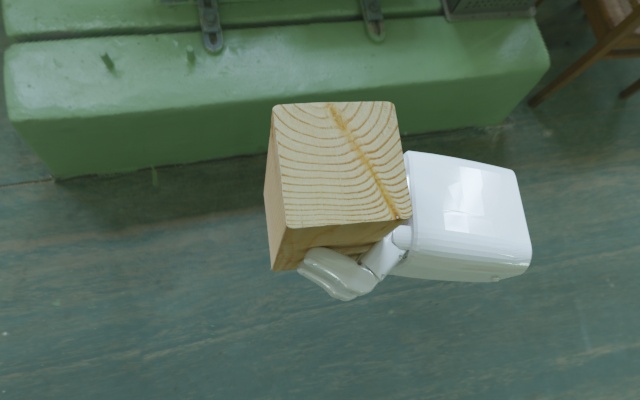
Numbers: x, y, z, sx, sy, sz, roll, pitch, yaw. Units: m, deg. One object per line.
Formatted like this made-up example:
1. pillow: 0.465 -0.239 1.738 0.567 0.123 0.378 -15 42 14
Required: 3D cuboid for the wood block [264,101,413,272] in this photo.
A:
1. wood block: 0.000 0.001 0.423 0.090 0.090 0.206 -4 -16 -10
